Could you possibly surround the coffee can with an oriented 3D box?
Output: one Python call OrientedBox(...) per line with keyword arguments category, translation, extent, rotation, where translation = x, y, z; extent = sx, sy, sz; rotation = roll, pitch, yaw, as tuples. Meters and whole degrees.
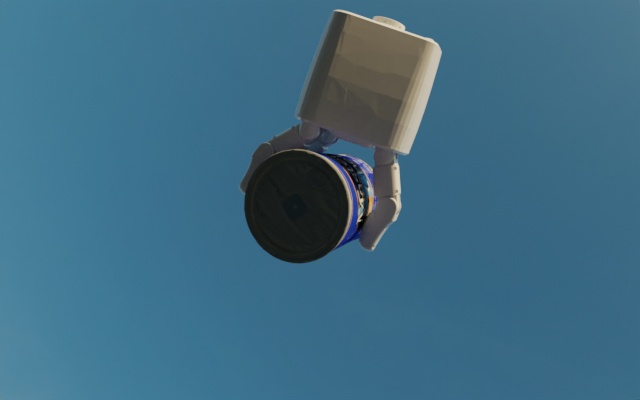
OrientedBox(category="coffee can", translation=(0.000, 0.002, 0.491), extent=(0.103, 0.103, 0.140), rotation=(0, 3, 19))
